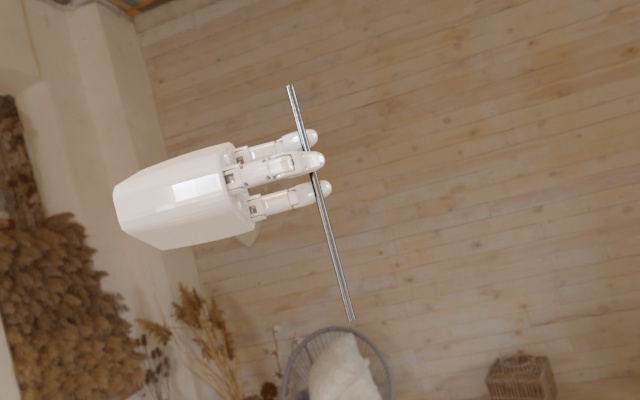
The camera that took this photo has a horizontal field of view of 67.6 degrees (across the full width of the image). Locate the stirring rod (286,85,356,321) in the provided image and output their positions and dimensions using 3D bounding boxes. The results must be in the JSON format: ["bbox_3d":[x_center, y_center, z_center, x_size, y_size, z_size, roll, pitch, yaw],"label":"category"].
[{"bbox_3d":[0.000,0.002,0.475,0.011,0.239,0.011,-15,-2,0],"label":"stirring rod"}]
